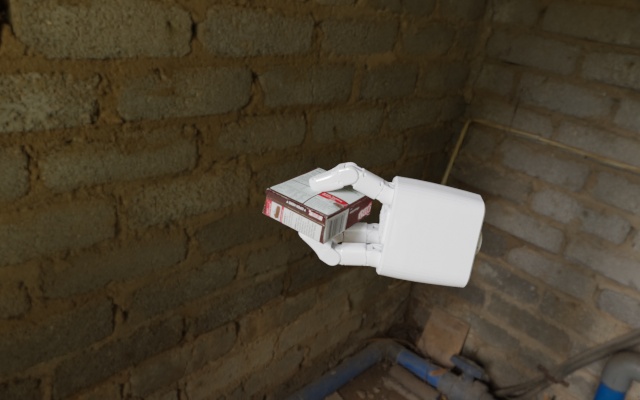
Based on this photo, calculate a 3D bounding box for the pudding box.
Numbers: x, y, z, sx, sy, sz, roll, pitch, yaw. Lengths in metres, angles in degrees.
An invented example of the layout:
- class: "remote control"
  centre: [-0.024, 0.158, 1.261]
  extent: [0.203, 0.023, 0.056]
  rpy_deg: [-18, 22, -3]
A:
- class: "pudding box"
  centre: [0.000, 0.002, 0.582]
  extent: [0.090, 0.039, 0.113]
  rpy_deg: [24, 27, 27]
